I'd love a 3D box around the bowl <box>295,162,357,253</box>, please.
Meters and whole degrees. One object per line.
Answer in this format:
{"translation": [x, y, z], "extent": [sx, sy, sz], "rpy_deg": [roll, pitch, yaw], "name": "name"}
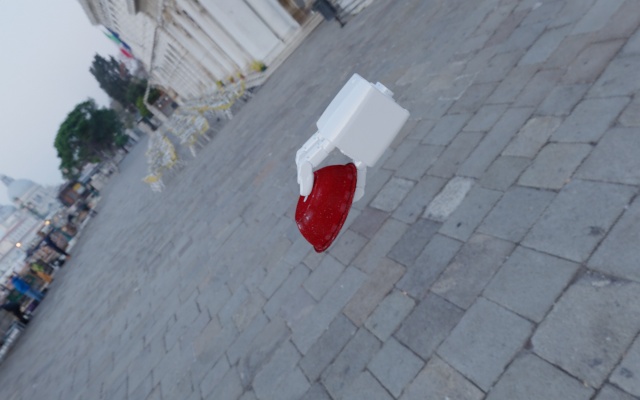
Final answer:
{"translation": [-0.001, 0.004, 0.793], "extent": [0.055, 0.162, 0.162], "rpy_deg": [21, -6, -15], "name": "bowl"}
